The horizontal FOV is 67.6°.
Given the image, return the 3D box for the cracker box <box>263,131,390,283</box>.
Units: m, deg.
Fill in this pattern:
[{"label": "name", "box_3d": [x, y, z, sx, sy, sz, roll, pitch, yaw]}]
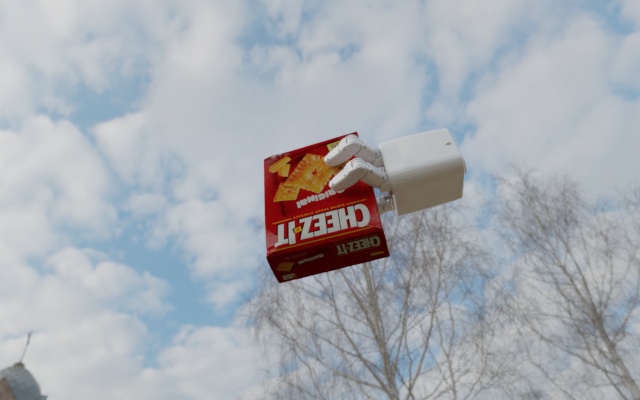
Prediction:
[{"label": "cracker box", "box_3d": [0.000, 0.002, 0.719, 0.164, 0.213, 0.072, -15, -46, 7]}]
